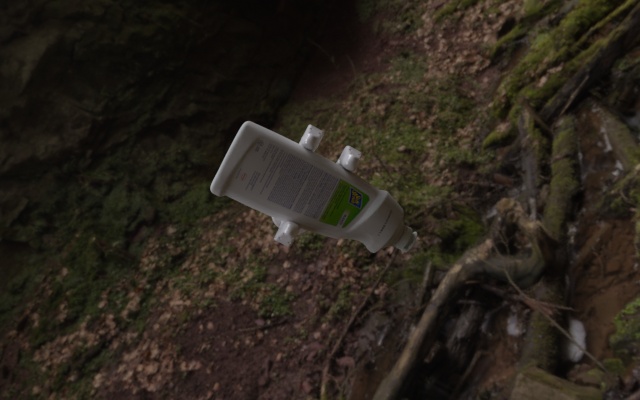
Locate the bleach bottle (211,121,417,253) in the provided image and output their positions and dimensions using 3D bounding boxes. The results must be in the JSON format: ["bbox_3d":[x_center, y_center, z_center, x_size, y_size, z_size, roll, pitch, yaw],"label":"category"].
[{"bbox_3d":[0.000,0.002,0.591,0.251,0.102,0.068,28,5,-5],"label":"bleach bottle"}]
